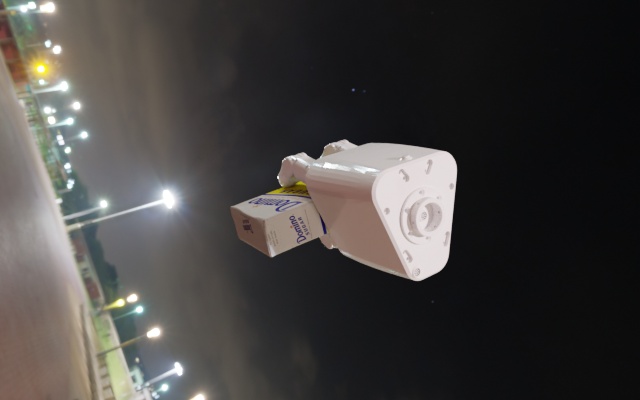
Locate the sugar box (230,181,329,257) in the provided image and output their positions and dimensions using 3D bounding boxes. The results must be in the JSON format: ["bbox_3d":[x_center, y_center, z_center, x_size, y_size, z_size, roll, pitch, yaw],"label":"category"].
[{"bbox_3d":[0.000,0.001,0.523,0.176,0.048,0.093,-19,17,-26],"label":"sugar box"}]
